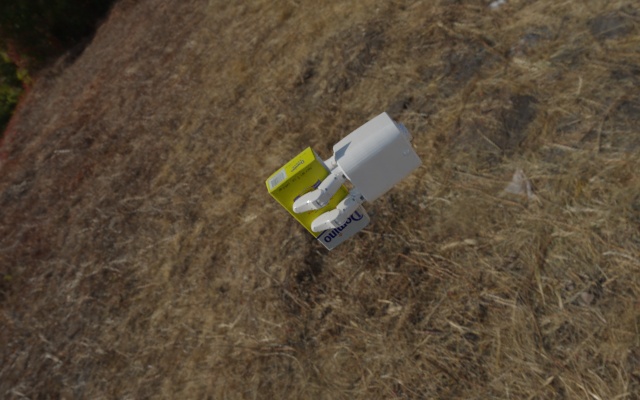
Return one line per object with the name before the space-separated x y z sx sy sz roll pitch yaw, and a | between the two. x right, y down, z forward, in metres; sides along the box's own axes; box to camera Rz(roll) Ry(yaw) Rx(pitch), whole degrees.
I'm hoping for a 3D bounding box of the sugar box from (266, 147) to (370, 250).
sugar box | 0.000 0.003 0.790 0.093 0.176 0.048 -36 36 12
